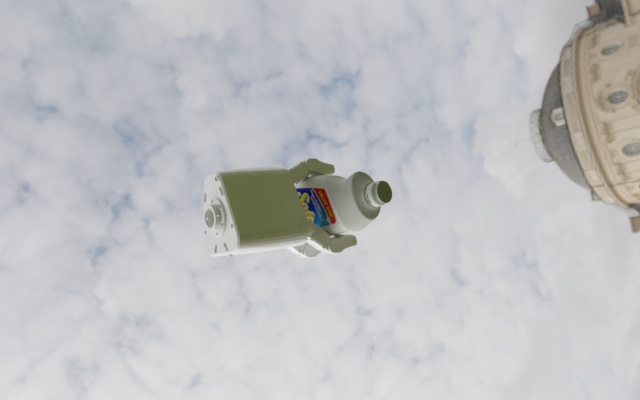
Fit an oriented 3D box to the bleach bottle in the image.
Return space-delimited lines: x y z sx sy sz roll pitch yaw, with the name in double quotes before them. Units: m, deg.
"bleach bottle" 0.000 0.002 0.687 0.068 0.102 0.251 -4 -7 -40
